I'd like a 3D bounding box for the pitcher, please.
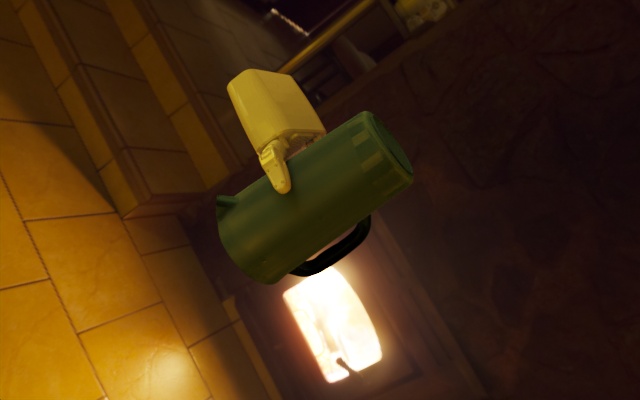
[{"bbox_3d":[0.000,0.002,0.624,0.243,0.145,0.149,-34,-14,19],"label":"pitcher"}]
